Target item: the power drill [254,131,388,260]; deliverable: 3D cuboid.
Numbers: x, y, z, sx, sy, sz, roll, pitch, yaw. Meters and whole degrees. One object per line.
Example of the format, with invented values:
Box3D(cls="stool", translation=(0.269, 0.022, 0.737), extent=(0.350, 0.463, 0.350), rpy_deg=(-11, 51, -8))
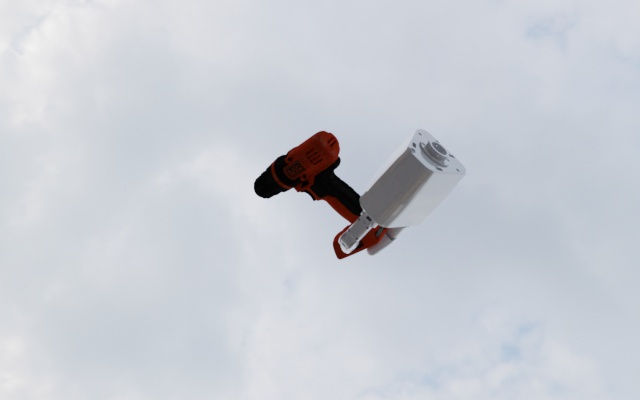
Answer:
Box3D(cls="power drill", translation=(0.001, 0.003, 0.731), extent=(0.184, 0.188, 0.057), rpy_deg=(-29, 18, 45))
